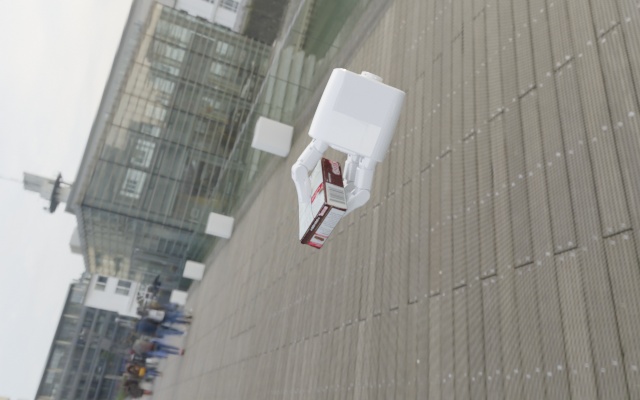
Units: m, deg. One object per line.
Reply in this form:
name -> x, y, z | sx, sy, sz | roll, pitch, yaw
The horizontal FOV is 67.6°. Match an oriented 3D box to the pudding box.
pudding box -> 0.000, 0.002, 0.726 | 0.039, 0.090, 0.113 | 19, 37, -17
